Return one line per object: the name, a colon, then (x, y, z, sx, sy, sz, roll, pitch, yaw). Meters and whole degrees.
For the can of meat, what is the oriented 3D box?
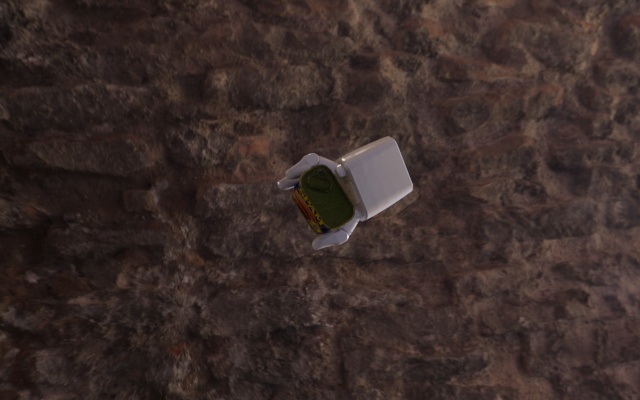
can of meat: (0.000, 0.003, 0.772, 0.057, 0.102, 0.084, -32, -2, -20)
